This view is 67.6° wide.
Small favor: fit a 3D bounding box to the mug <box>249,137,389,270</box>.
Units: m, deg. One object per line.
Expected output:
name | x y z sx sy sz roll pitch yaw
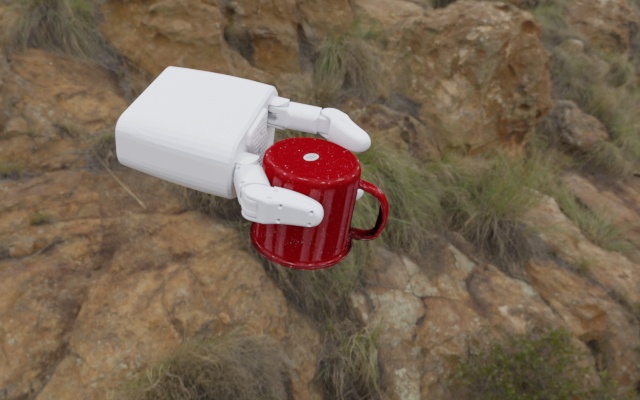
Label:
mug | 0.001 0.002 0.406 0.117 0.081 0.093 14 33 7
